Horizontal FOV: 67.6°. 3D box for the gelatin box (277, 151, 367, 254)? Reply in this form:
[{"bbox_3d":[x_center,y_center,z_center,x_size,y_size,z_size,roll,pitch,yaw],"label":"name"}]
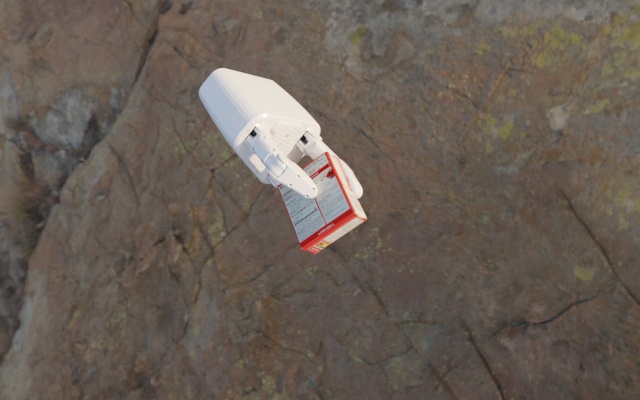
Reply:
[{"bbox_3d":[0.000,0.002,0.521,0.073,0.089,0.030,-35,-33,19],"label":"gelatin box"}]
